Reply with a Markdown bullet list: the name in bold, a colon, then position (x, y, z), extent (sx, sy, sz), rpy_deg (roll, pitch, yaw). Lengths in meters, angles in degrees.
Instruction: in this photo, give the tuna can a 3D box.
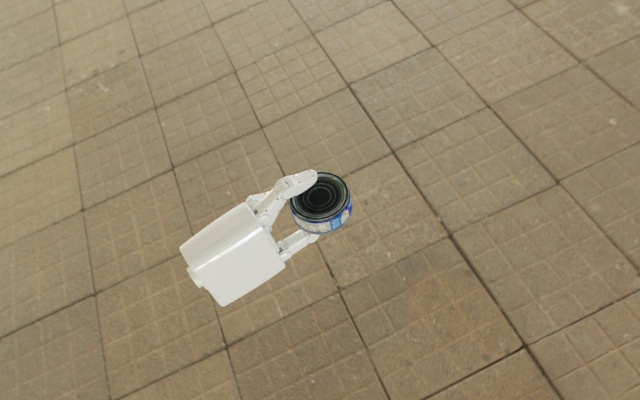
- **tuna can**: position (0.000, 0.002, 0.655), extent (0.086, 0.086, 0.034), rpy_deg (0, -35, 9)
